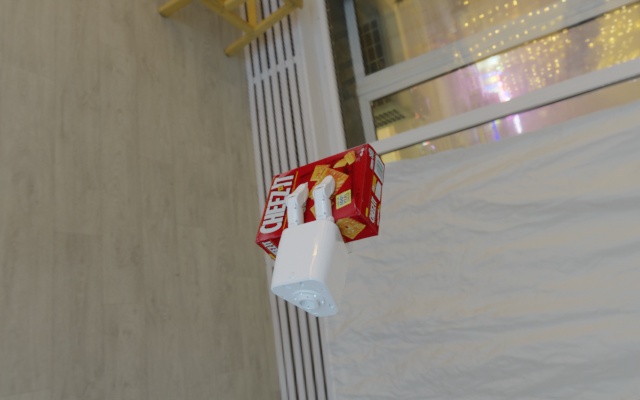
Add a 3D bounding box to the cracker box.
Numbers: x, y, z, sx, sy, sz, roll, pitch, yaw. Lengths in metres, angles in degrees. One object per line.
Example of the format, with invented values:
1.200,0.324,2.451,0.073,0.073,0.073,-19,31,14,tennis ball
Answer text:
0.000,0.003,0.840,0.214,0.164,0.072,-16,-47,29,cracker box
